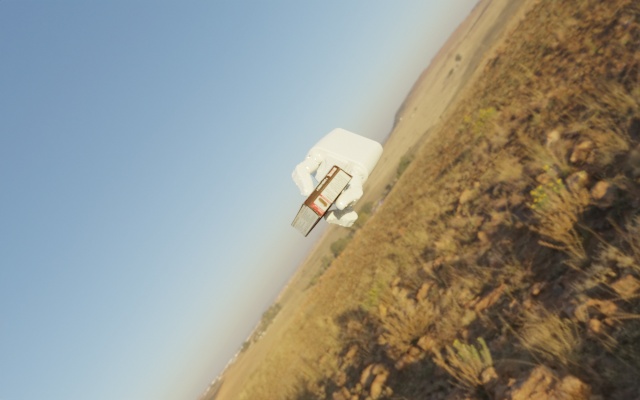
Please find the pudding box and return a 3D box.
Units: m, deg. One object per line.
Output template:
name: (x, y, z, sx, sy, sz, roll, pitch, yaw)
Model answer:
pudding box: (0.000, 0.002, 0.770, 0.039, 0.090, 0.113, 36, -24, 3)
